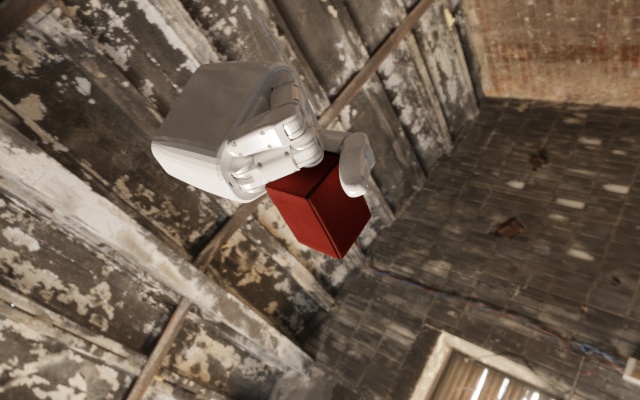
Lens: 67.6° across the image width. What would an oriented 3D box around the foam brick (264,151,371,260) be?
[{"bbox_3d":[0.000,0.002,0.405,0.051,0.053,0.078,16,-34,40],"label":"foam brick"}]
